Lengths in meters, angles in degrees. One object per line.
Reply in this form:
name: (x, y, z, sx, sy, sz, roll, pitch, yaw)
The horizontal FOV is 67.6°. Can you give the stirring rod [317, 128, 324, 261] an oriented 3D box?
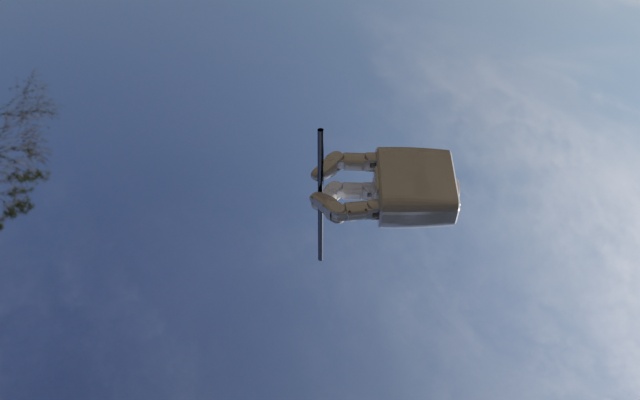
stirring rod: (0.000, 0.002, 0.674, 0.011, 0.240, 0.011, 0, 41, 0)
